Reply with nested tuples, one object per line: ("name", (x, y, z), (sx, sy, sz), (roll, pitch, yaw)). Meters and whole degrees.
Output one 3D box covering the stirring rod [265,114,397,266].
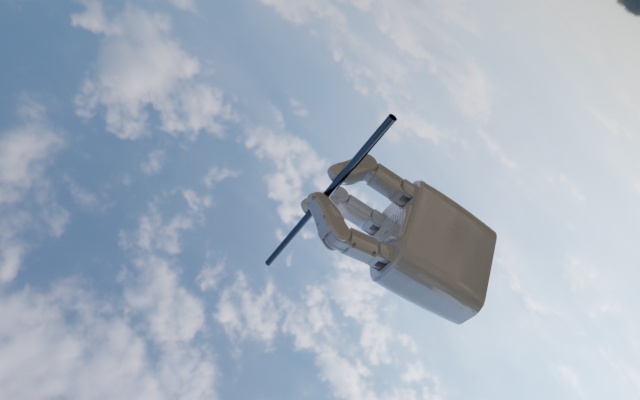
("stirring rod", (0.000, 0.002, 0.471), (0.011, 0.011, 0.240), (0, -36, -38))
